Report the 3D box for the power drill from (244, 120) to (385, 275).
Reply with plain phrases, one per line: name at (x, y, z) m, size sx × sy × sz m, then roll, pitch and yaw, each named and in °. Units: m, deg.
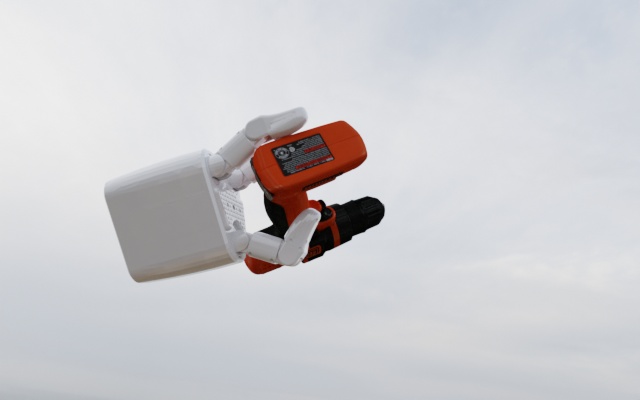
power drill at (0.000, 0.001, 0.516) m, size 0.184 × 0.057 × 0.188 m, roll -22°, pitch -31°, yaw -17°
